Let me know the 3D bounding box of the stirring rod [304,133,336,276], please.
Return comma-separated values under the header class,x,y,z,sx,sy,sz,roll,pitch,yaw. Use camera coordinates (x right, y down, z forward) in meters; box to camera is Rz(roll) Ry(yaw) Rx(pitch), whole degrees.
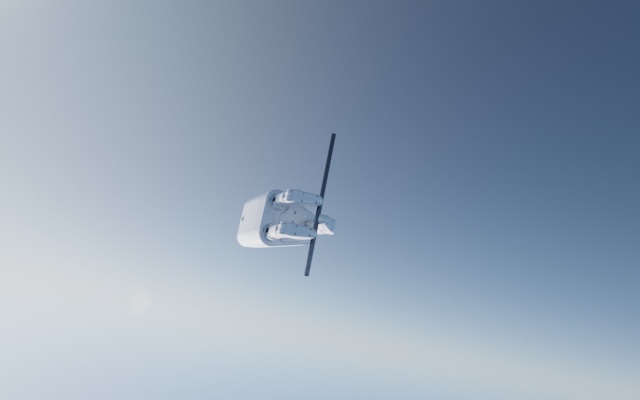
class,x,y,z,sx,sy,sz,roll,pitch,yaw
stirring rod,0.000,0.002,0.769,0.011,0.239,0.011,10,-16,3
